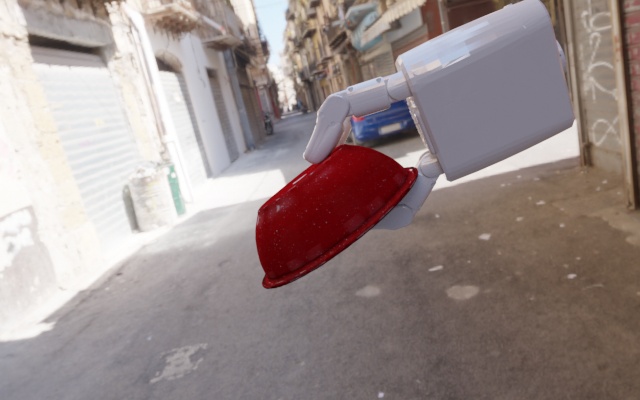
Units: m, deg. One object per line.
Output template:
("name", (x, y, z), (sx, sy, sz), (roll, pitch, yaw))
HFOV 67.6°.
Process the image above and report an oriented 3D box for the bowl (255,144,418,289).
("bowl", (-0.001, 0.002, 0.401), (0.162, 0.055, 0.162), (-37, 7, 5))
